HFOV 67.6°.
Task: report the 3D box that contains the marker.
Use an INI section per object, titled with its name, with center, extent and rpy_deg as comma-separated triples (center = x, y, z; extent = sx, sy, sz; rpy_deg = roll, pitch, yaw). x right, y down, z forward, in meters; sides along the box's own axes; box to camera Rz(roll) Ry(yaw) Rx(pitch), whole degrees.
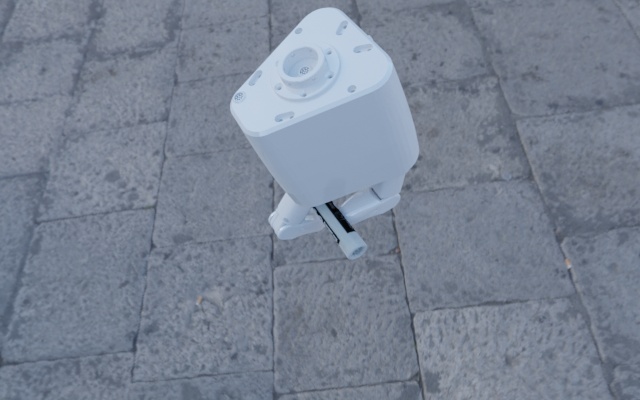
[marker]
center = 0.000, 0.001, 0.423
extent = 0.020, 0.020, 0.121
rpy_deg = 0, 43, -45
